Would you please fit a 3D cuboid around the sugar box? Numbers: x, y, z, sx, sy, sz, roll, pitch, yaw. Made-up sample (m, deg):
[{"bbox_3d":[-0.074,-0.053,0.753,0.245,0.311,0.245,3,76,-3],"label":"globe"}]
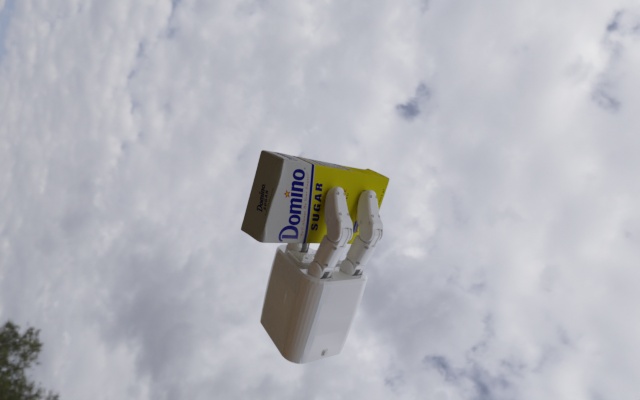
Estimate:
[{"bbox_3d":[0.000,0.002,0.551,0.048,0.093,0.176,26,15,41],"label":"sugar box"}]
